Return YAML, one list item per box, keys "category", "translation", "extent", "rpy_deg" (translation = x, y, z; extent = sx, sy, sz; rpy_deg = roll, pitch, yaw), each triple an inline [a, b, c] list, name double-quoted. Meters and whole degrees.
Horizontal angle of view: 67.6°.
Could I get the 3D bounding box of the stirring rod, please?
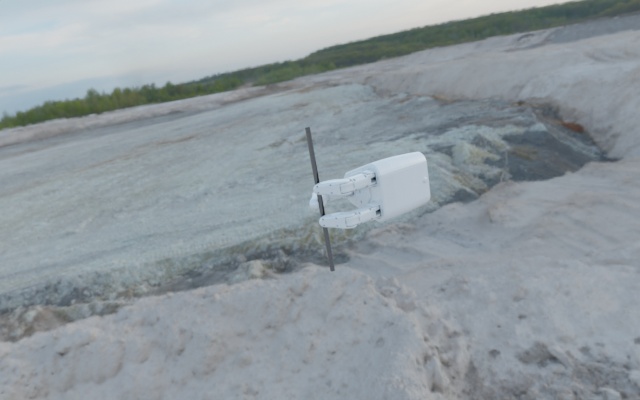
- category: "stirring rod"
  translation: [0.000, 0.003, 0.765]
  extent: [0.011, 0.239, 0.011]
  rpy_deg: [-9, 15, 3]
